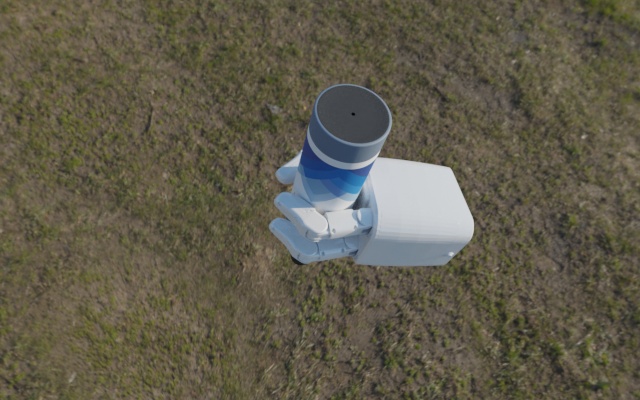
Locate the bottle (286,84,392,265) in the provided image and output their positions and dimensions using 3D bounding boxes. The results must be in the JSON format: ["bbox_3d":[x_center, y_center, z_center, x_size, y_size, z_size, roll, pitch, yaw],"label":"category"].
[{"bbox_3d":[0.000,0.002,0.517,0.069,0.069,0.296,0,-30,-12],"label":"bottle"}]
